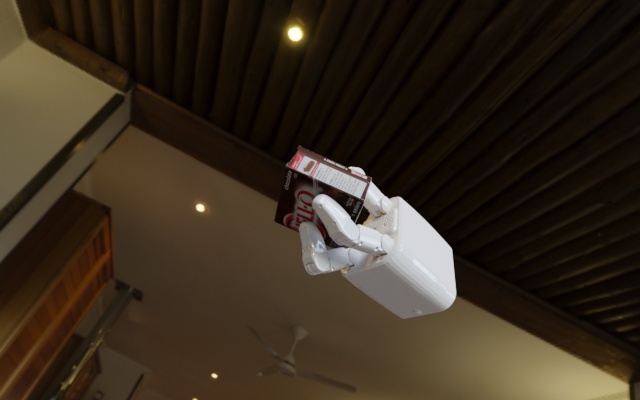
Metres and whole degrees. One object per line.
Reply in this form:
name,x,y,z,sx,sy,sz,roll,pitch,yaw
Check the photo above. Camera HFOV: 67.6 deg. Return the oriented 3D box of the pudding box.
pudding box,0.000,0.002,0.538,0.090,0.039,0.114,23,-38,4
